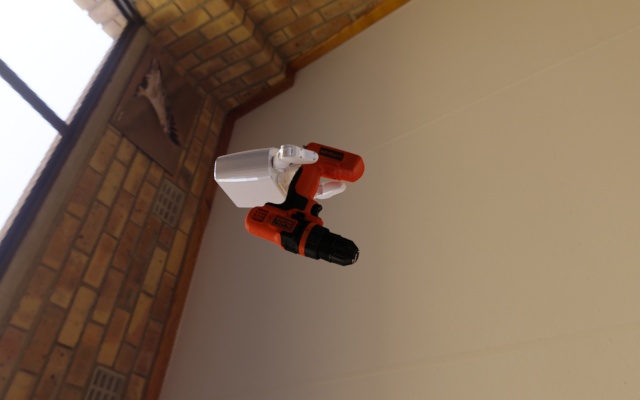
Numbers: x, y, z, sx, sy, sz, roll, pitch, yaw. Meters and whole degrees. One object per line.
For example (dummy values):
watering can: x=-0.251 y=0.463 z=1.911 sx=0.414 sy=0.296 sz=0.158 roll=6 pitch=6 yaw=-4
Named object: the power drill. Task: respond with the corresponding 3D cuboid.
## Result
power drill: x=0.000 y=0.002 z=0.746 sx=0.184 sy=0.187 sz=0.057 roll=19 pitch=-33 yaw=18
